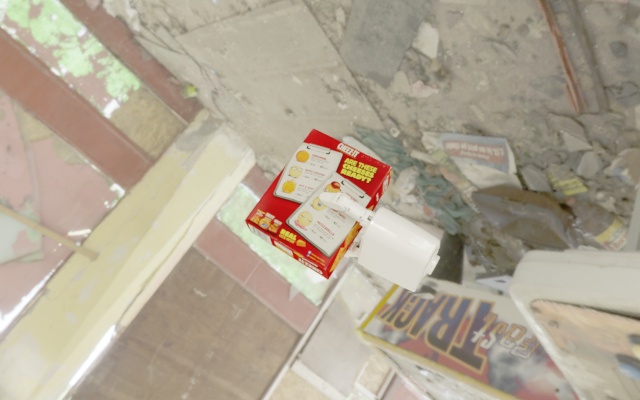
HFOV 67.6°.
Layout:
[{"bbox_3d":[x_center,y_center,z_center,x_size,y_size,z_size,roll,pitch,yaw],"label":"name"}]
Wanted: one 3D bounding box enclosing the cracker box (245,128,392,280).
[{"bbox_3d":[0.000,0.003,0.827,0.164,0.213,0.072,29,-20,16],"label":"cracker box"}]
